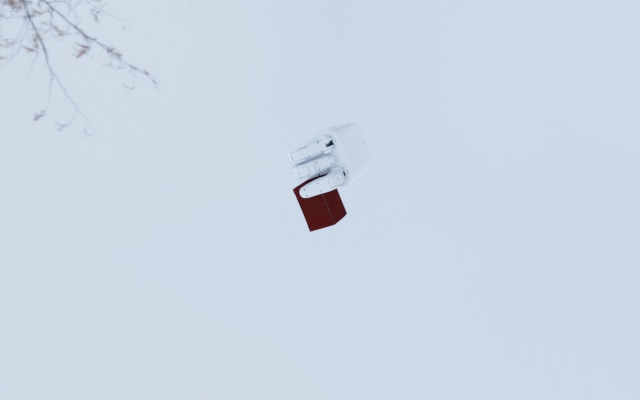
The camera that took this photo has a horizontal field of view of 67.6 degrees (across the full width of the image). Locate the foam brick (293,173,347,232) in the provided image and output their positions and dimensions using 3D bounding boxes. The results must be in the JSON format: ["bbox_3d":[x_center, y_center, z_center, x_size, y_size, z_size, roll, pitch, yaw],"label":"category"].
[{"bbox_3d":[0.000,0.003,0.781,0.053,0.078,0.051,-16,11,31],"label":"foam brick"}]
